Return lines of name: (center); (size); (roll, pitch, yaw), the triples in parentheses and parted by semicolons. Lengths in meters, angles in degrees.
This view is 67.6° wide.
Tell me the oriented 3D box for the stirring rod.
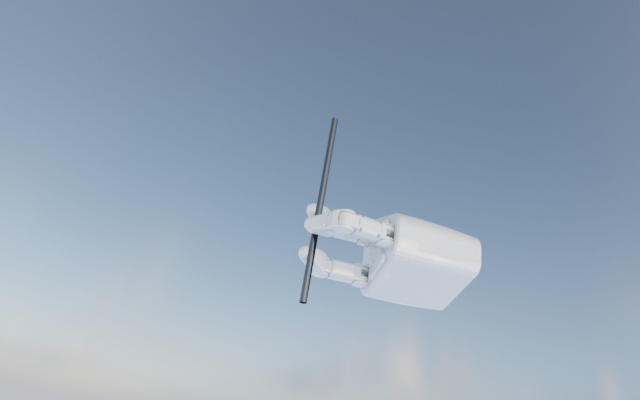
stirring rod: (0.000, 0.002, 0.555); (0.011, 0.239, 0.011); (8, -27, 4)
